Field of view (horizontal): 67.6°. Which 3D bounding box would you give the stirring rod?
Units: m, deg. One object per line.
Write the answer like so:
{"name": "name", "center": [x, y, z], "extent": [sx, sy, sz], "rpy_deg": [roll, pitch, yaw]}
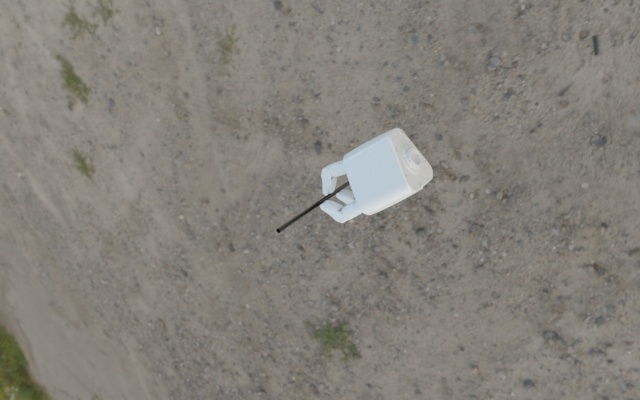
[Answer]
{"name": "stirring rod", "center": [0.000, 0.003, 0.855], "extent": [0.011, 0.011, 0.239], "rpy_deg": [0, 22, 38]}
